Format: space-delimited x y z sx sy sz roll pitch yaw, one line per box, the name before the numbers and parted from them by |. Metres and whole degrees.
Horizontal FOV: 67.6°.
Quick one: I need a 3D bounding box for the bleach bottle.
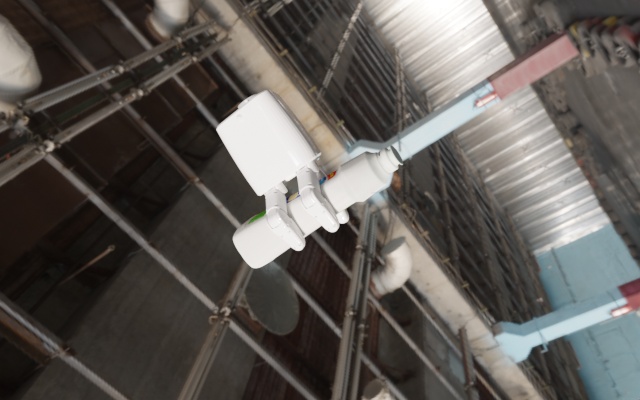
bleach bottle | 0.000 0.002 0.647 0.251 0.068 0.102 -32 4 24
